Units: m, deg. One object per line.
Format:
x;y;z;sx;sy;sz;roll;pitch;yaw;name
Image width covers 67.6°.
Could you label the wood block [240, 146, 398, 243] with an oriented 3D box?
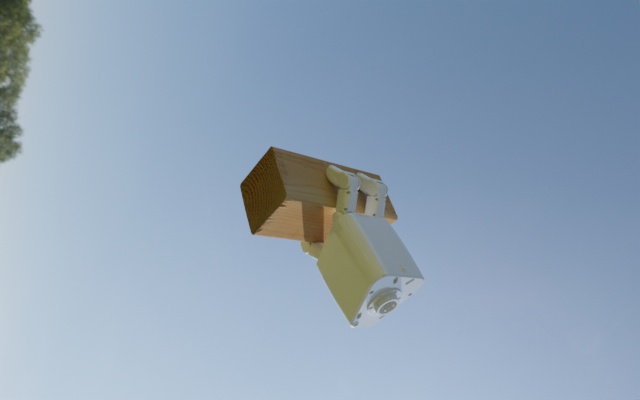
0.000;0.003;0.696;0.206;0.090;0.091;12;-44;-39;wood block
